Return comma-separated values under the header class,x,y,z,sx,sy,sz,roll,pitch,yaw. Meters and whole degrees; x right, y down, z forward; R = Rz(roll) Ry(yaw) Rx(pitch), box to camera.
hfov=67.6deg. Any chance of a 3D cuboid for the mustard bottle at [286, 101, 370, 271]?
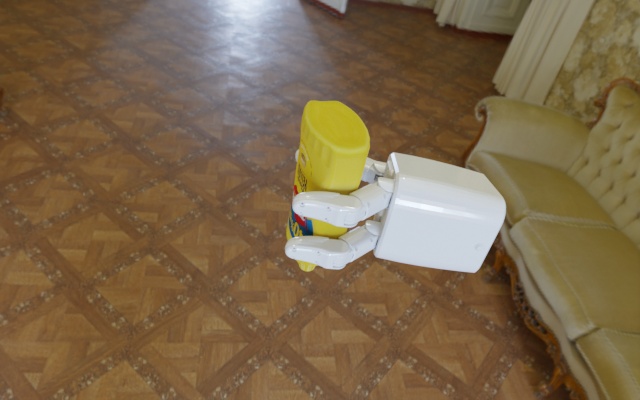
class,x,y,z,sx,sy,sz,roll,pitch,yaw
mustard bottle,0.000,0.001,0.493,0.058,0.192,0.096,-4,40,-19
